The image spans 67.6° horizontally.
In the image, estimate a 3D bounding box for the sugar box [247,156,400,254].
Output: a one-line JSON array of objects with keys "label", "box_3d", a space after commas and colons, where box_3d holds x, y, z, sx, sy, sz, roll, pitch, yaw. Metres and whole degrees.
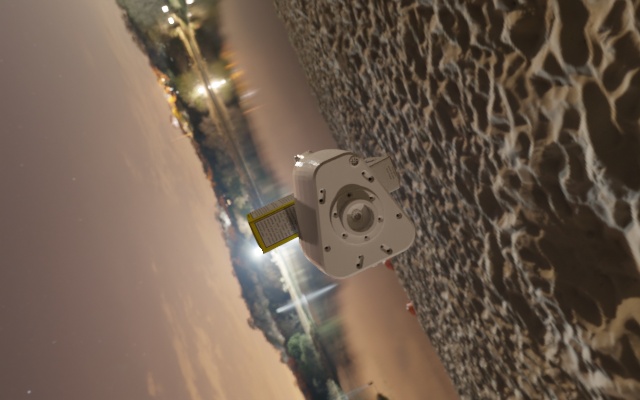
[{"label": "sugar box", "box_3d": [0.000, 0.002, 0.569, 0.176, 0.048, 0.093, -23, 8, -8]}]
